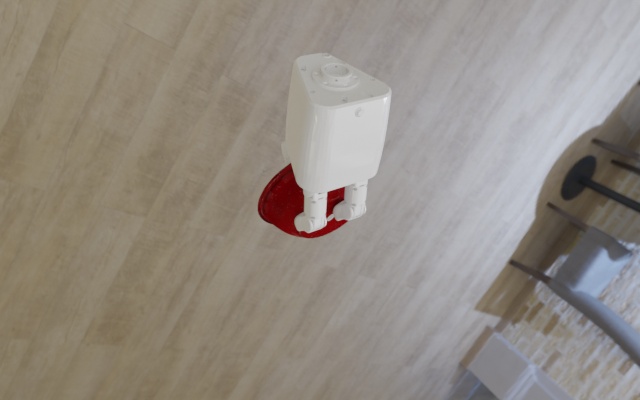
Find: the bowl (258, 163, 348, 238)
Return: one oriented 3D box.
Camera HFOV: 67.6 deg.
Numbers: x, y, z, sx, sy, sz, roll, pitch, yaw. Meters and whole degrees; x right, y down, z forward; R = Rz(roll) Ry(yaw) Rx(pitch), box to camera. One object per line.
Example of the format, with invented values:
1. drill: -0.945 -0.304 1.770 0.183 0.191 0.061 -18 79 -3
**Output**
1. bowl: 0.000 0.003 0.641 0.162 0.055 0.162 -24 -28 -14
